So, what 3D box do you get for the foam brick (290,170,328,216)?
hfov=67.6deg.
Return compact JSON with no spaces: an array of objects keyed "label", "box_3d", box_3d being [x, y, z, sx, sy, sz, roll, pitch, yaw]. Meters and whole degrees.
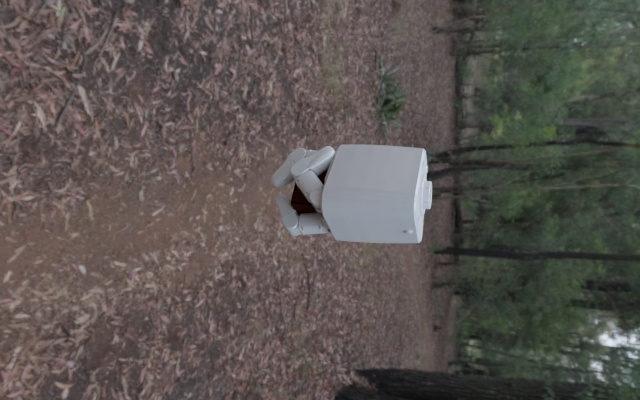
[{"label":"foam brick","box_3d":[0.000,0.002,0.626,0.051,0.053,0.078,3,-28,18]}]
